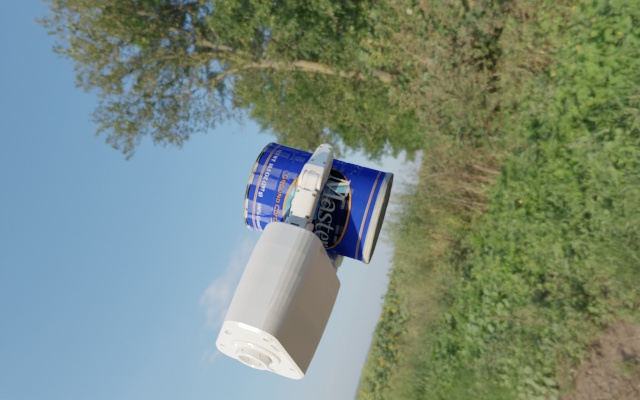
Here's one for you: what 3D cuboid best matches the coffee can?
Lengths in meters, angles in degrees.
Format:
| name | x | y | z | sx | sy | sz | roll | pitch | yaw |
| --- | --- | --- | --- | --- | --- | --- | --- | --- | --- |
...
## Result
| name | x | y | z | sx | sy | sz | roll | pitch | yaw |
| --- | --- | --- | --- | --- | --- | --- | --- | --- | --- |
| coffee can | 0.000 | 0.002 | 0.530 | 0.140 | 0.103 | 0.103 | 16 | 3 | 11 |
